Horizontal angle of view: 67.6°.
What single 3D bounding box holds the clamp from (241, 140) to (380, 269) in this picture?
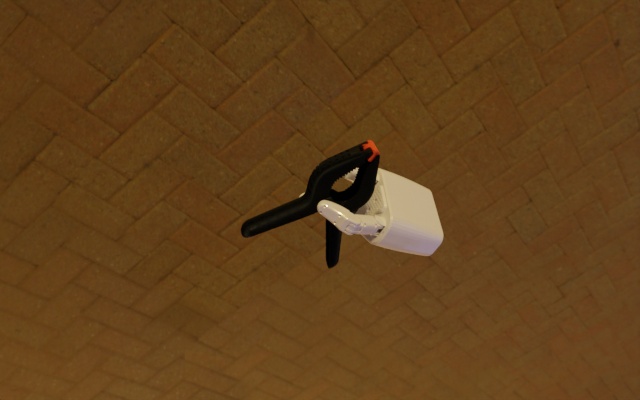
[{"bbox_3d":[0.001,0.002,0.648,0.164,0.210,0.036,17,31,-29],"label":"clamp"}]
